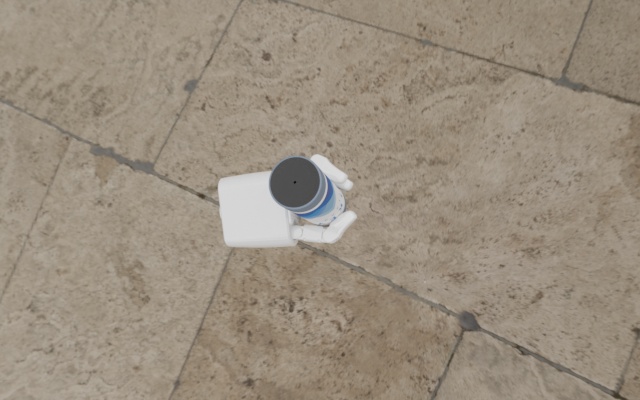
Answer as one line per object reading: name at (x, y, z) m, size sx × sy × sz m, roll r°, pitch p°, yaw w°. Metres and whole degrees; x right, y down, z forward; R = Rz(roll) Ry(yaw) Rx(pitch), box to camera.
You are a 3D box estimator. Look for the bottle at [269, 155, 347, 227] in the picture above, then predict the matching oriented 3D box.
bottle at (0.000, 0.002, 0.711) m, size 0.069 × 0.069 × 0.296 m, roll 0°, pitch -9°, yaw 12°
